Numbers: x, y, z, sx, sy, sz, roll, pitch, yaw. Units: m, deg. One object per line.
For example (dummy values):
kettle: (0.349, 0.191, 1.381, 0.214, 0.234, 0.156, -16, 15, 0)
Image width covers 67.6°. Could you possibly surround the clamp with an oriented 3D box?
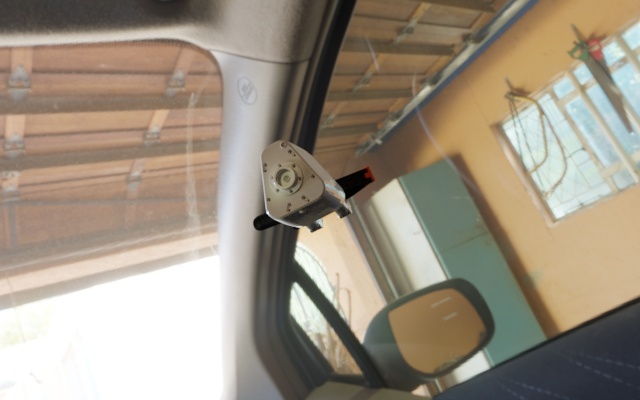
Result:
clamp: (0.000, 0.002, 0.842, 0.210, 0.036, 0.164, -27, -11, 11)
